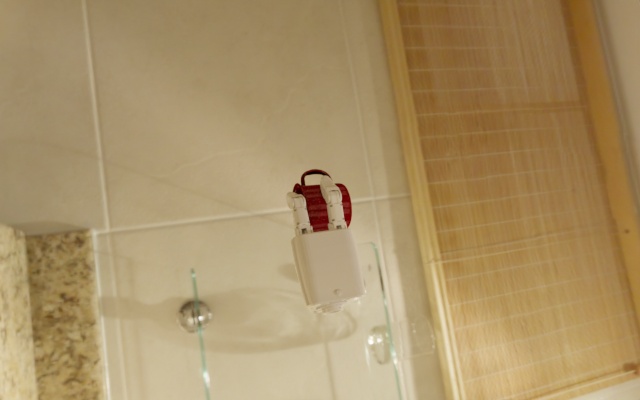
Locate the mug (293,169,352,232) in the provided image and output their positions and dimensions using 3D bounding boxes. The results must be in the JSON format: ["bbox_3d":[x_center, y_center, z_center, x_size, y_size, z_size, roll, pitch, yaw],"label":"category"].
[{"bbox_3d":[0.000,0.001,0.807,0.081,0.117,0.093,-5,-18,-17],"label":"mug"}]
